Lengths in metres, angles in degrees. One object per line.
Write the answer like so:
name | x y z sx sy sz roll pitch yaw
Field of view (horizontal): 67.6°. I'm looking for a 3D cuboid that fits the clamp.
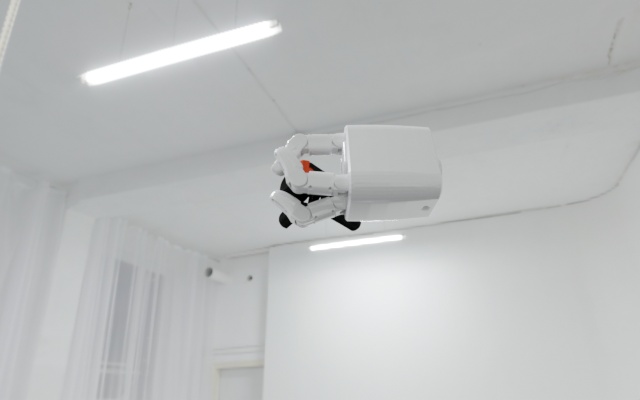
clamp | 0.000 0.001 0.641 0.120 0.039 0.171 0 -23 -1
